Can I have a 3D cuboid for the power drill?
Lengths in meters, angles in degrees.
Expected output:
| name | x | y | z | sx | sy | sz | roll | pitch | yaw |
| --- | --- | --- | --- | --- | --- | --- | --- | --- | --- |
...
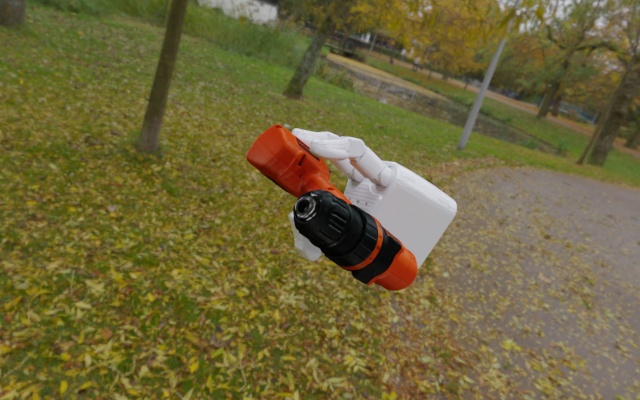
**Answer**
| name | x | y | z | sx | sy | sz | roll | pitch | yaw |
| --- | --- | --- | --- | --- | --- | --- | --- | --- | --- |
| power drill | 0.000 | 0.001 | 0.466 | 0.184 | 0.057 | 0.187 | 39 | 8 | -50 |
